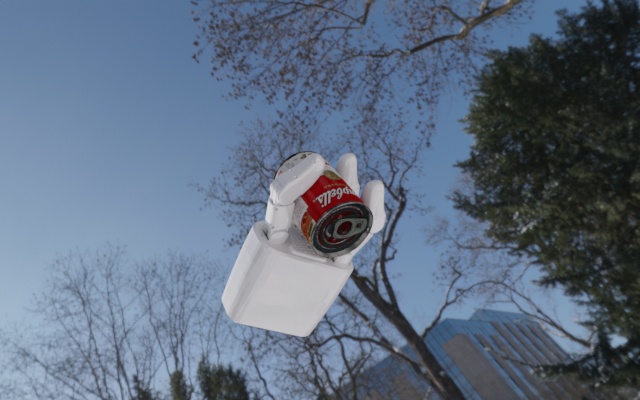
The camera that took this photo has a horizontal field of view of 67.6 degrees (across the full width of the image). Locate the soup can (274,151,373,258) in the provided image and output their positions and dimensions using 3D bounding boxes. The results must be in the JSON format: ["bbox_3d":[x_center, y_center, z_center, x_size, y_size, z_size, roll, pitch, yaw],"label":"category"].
[{"bbox_3d":[0.000,0.001,0.496,0.068,0.068,0.102,0,34,-32],"label":"soup can"}]
